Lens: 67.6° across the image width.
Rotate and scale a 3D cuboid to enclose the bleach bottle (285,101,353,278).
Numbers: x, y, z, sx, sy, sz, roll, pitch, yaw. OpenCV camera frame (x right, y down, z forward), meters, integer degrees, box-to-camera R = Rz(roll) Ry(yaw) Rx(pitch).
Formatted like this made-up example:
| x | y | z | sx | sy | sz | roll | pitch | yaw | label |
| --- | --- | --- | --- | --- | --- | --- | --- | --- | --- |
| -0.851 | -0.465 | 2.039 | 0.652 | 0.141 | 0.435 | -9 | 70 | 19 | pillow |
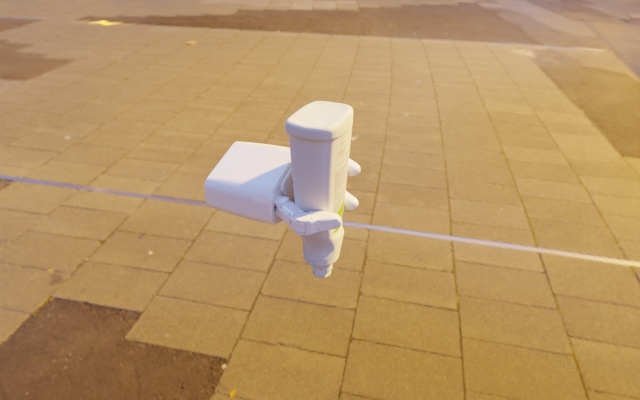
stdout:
| x | y | z | sx | sy | sz | roll | pitch | yaw | label |
| --- | --- | --- | --- | --- | --- | --- | --- | --- | --- |
| 0.000 | 0.002 | 0.641 | 0.068 | 0.251 | 0.102 | 12 | 32 | 18 | bleach bottle |
